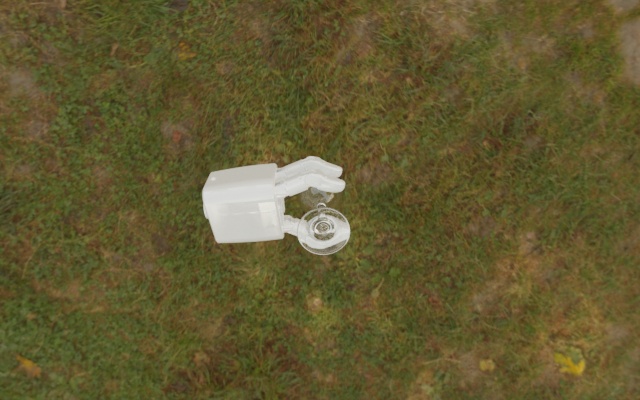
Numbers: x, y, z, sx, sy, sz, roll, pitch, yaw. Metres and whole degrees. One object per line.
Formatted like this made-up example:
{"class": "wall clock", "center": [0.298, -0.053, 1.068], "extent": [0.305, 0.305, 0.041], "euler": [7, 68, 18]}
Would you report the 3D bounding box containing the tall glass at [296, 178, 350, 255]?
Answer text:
{"class": "tall glass", "center": [0.000, 0.003, 0.751], "extent": [0.079, 0.079, 0.201], "euler": [0, 25, -2]}
